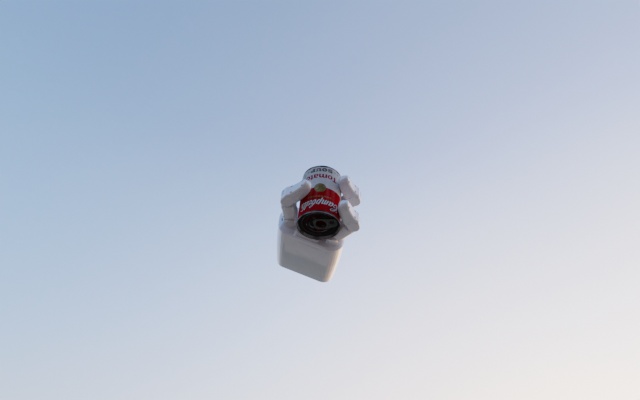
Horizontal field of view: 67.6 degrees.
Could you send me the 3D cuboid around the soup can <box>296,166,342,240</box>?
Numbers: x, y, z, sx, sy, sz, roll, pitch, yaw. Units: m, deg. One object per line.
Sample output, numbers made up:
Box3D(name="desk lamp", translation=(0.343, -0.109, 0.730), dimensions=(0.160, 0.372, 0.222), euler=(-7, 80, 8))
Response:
Box3D(name="soup can", translation=(0.000, 0.002, 0.760), dimensions=(0.068, 0.102, 0.069), euler=(3, -42, 2))
